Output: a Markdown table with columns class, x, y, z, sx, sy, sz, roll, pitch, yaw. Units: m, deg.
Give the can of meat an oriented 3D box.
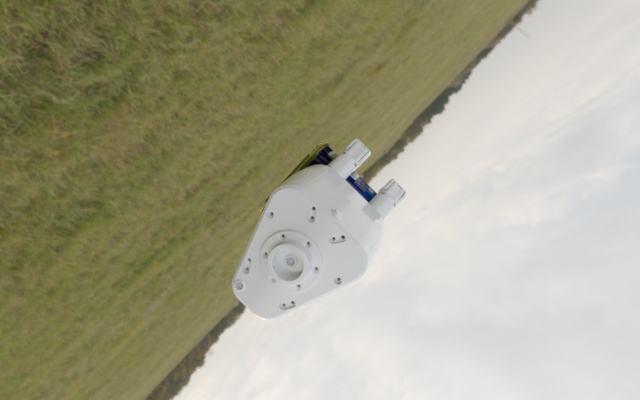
| class | x | y | z | sx | sy | sz | roll | pitch | yaw |
| --- | --- | --- | --- | --- | --- | --- | --- | --- | --- |
| can of meat | 0.000 | 0.002 | 0.509 | 0.084 | 0.102 | 0.057 | 44 | 13 | 2 |
